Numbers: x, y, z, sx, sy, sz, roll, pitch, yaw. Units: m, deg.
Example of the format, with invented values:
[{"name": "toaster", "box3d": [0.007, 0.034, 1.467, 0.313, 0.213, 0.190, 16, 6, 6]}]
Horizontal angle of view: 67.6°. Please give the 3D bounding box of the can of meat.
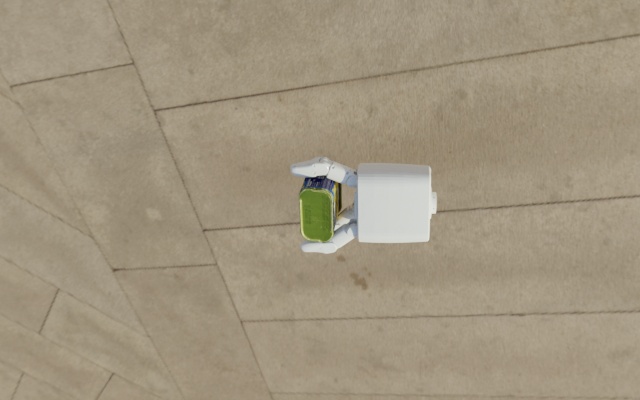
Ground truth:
[{"name": "can of meat", "box3d": [0.000, 0.003, 0.743, 0.057, 0.102, 0.084, 3, 33, 8]}]
